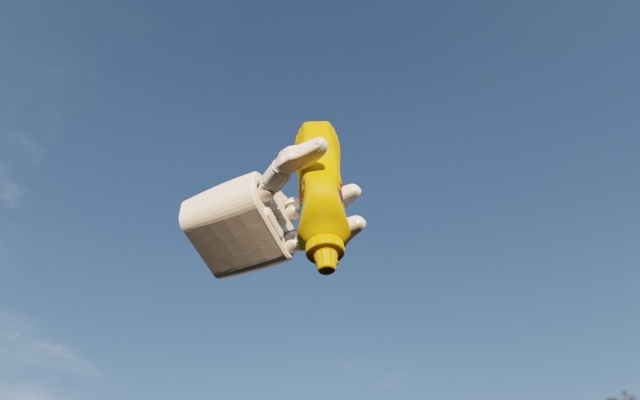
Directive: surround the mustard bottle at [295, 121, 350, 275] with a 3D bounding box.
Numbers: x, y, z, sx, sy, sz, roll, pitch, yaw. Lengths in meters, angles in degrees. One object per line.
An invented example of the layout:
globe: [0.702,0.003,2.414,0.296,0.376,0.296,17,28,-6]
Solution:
mustard bottle: [0.000,0.002,0.548,0.058,0.191,0.096,-1,-43,-3]
